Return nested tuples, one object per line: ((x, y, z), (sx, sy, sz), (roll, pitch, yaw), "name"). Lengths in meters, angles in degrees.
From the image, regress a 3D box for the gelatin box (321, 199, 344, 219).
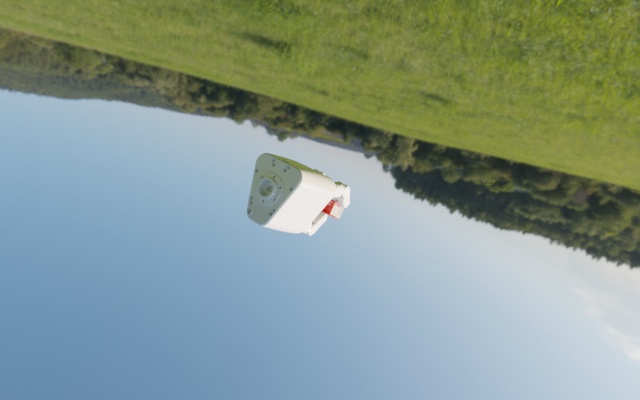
((0.000, 0.003, 0.887), (0.073, 0.030, 0.089), (26, 0, 16), "gelatin box")
